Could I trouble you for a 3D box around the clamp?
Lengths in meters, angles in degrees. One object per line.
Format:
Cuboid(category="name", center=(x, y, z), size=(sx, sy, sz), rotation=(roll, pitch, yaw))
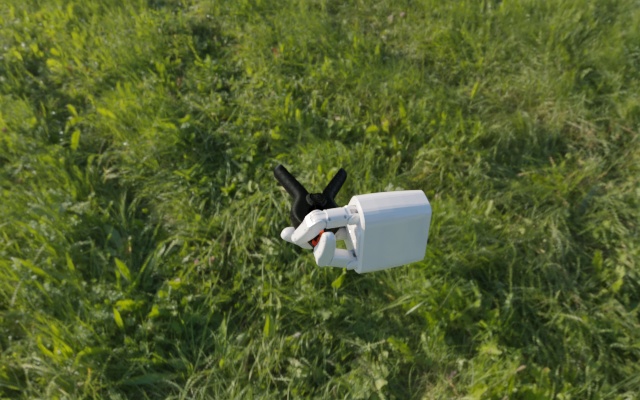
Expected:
Cuboid(category="clamp", center=(0.000, 0.002, 0.737), size=(0.120, 0.171, 0.039), rotation=(-8, -40, -13))
